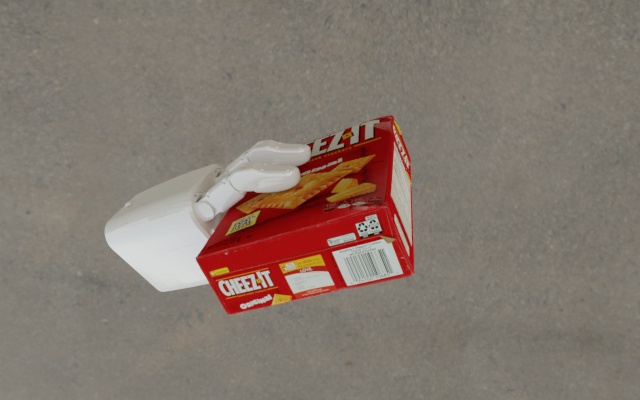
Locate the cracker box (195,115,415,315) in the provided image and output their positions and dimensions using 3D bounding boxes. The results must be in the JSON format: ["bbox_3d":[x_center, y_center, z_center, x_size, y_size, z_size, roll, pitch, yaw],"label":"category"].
[{"bbox_3d":[0.000,0.002,0.457,0.164,0.072,0.213,-16,24,17],"label":"cracker box"}]
